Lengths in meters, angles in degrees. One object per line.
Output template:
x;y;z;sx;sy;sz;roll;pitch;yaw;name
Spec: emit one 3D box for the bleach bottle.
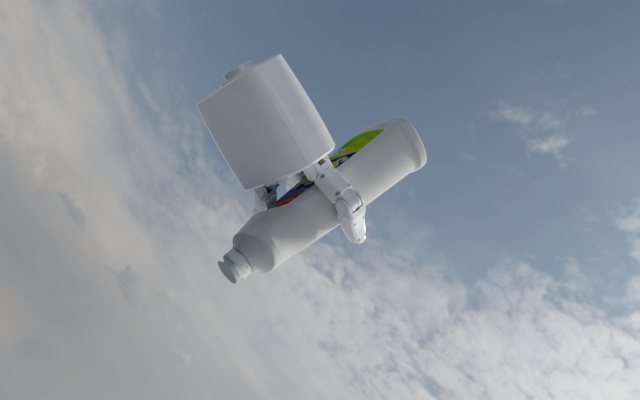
0.000;0.002;0.516;0.250;0.068;0.102;-38;16;-28;bleach bottle
